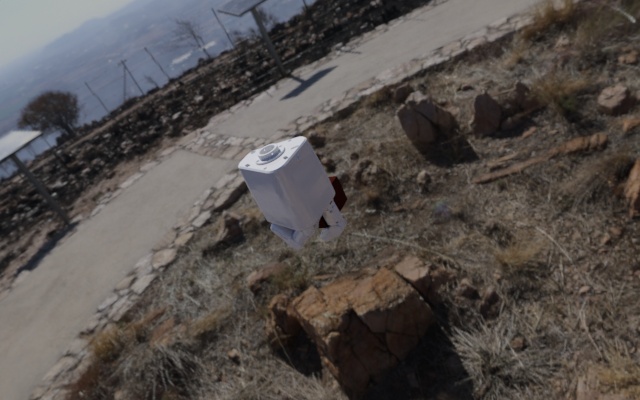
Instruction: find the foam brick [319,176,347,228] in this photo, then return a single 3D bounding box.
[{"bbox_3d":[0.000,0.002,0.794,0.053,0.051,0.078,-3,37,36],"label":"foam brick"}]
